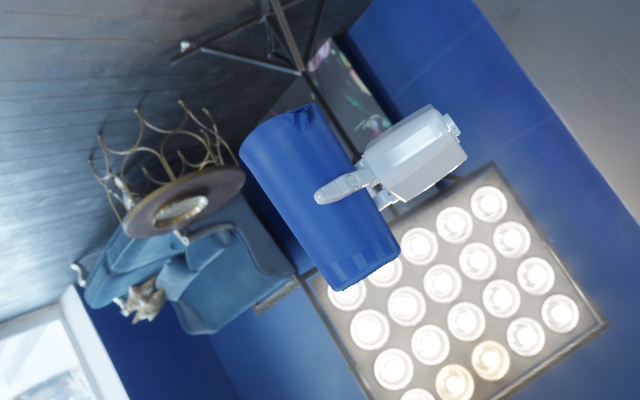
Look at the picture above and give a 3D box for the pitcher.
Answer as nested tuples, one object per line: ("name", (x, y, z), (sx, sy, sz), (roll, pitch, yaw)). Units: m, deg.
("pitcher", (0.000, 0.002, 0.666), (0.145, 0.243, 0.149), (-35, -11, 17))
